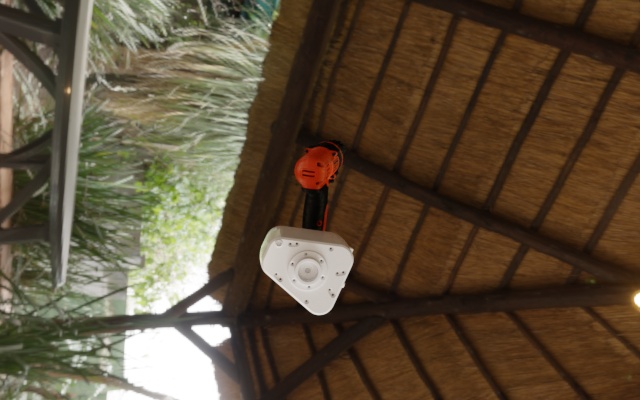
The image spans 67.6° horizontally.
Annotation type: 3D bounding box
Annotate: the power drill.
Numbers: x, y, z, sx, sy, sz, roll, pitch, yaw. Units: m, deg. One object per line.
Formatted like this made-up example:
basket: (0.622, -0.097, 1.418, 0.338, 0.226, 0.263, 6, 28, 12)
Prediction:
power drill: (0.000, 0.003, 0.748, 0.057, 0.188, 0.184, 7, 17, 14)
